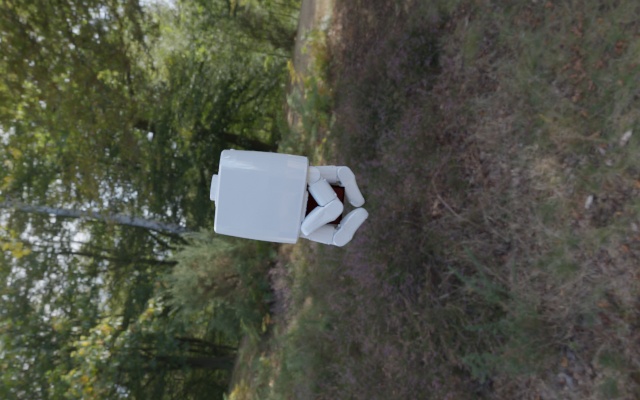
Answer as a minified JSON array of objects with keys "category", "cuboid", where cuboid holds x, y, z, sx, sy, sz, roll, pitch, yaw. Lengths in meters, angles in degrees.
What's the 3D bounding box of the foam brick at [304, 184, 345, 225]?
[{"category":"foam brick","cuboid":[0.000,0.002,0.658,0.051,0.053,0.078,6,2,-8]}]
